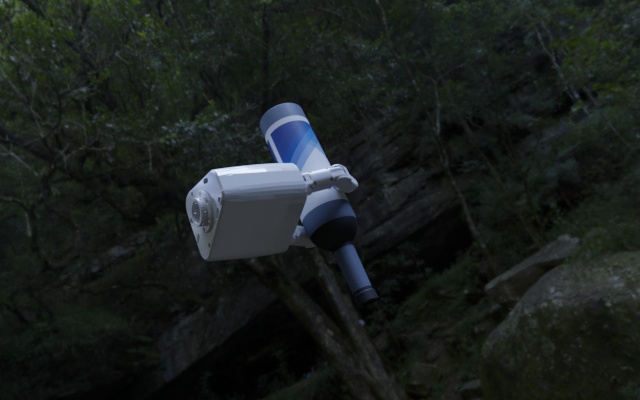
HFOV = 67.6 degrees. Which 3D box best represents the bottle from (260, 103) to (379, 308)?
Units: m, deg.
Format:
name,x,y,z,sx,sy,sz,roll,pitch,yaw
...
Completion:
name,x,y,z,sx,sy,sz,roll,pitch,yaw
bottle,0.000,0.002,0.629,0.069,0.295,0.069,-20,-26,-10
